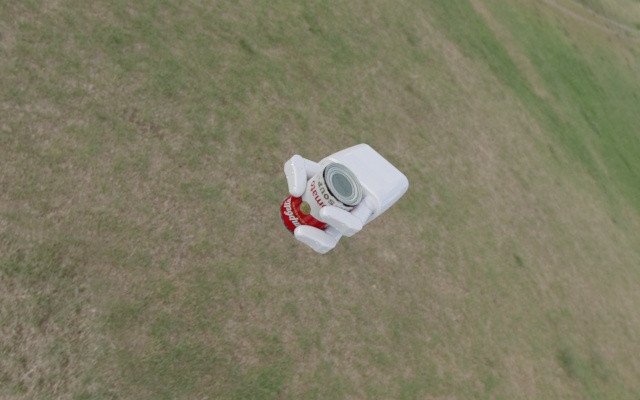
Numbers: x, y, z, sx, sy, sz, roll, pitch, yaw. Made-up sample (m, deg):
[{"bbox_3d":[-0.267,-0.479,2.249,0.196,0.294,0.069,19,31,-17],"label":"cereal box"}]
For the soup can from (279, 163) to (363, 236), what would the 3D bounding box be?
[{"bbox_3d":[0.000,0.002,0.652,0.068,0.068,0.102,0,-28,-44],"label":"soup can"}]
